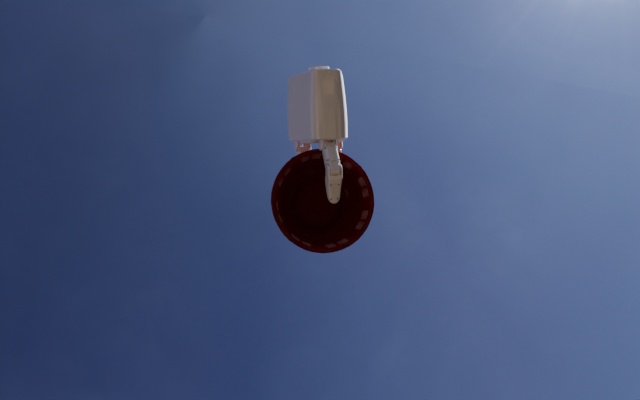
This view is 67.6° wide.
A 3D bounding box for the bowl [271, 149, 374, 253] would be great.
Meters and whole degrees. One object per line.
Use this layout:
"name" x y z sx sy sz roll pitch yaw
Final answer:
"bowl" 0.000 0.004 0.754 0.162 0.162 0.055 0 -6 -12
